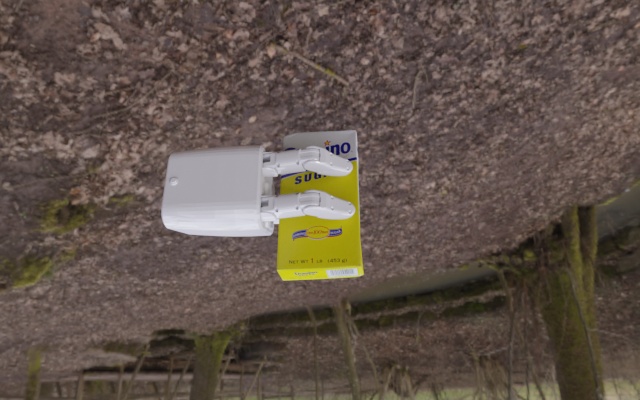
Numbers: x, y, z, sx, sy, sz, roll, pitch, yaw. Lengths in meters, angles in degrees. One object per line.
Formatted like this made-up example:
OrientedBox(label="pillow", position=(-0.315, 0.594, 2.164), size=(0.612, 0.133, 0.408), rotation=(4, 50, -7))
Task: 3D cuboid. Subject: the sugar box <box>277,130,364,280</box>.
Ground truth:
OrientedBox(label="sugar box", position=(0.000, 0.002, 0.557), size=(0.093, 0.176, 0.048), rotation=(-3, -25, 5))
